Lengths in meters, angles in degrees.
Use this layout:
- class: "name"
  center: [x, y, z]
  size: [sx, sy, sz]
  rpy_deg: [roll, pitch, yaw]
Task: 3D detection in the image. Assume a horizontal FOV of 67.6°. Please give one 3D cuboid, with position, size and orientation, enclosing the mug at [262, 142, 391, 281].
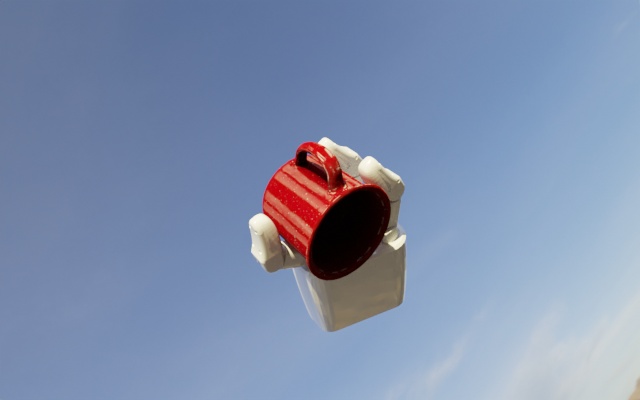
- class: "mug"
  center: [0.000, 0.000, 0.419]
  size: [0.093, 0.117, 0.081]
  rpy_deg: [-31, 45, -24]
